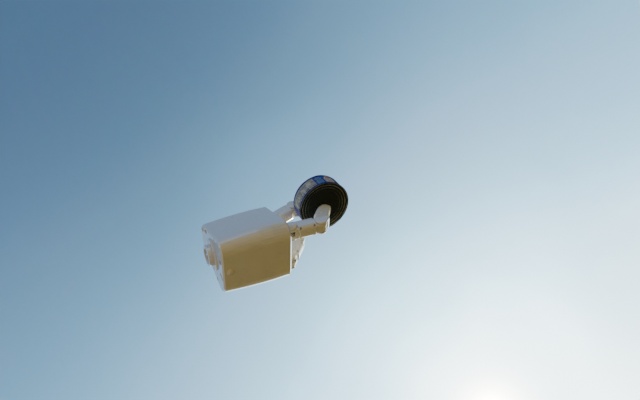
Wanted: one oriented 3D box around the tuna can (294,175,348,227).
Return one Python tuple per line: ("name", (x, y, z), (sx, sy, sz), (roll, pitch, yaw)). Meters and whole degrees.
("tuna can", (0.000, 0.002, 0.779), (0.086, 0.086, 0.033), (0, 28, -29))
